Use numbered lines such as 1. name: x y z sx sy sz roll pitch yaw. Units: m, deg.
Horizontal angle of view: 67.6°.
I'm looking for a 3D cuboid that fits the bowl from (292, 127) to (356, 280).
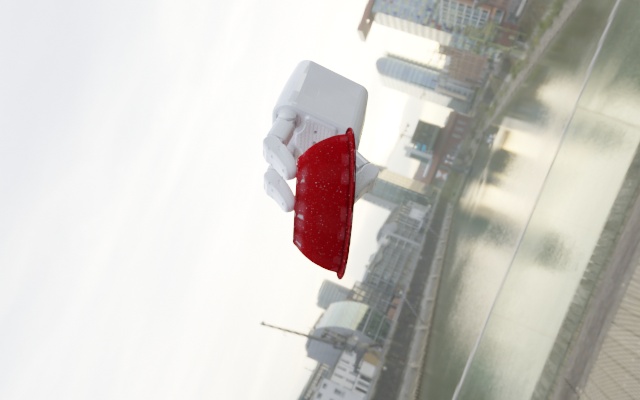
1. bowl: 0.000 0.002 0.505 0.055 0.162 0.162 4 0 -4
